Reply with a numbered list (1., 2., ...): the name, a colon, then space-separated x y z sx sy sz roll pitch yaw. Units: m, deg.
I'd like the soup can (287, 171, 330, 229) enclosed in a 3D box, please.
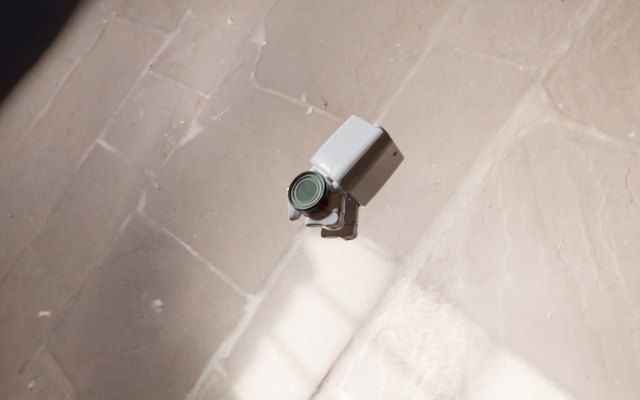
1. soup can: 0.000 0.003 0.765 0.068 0.068 0.102 0 -21 28
